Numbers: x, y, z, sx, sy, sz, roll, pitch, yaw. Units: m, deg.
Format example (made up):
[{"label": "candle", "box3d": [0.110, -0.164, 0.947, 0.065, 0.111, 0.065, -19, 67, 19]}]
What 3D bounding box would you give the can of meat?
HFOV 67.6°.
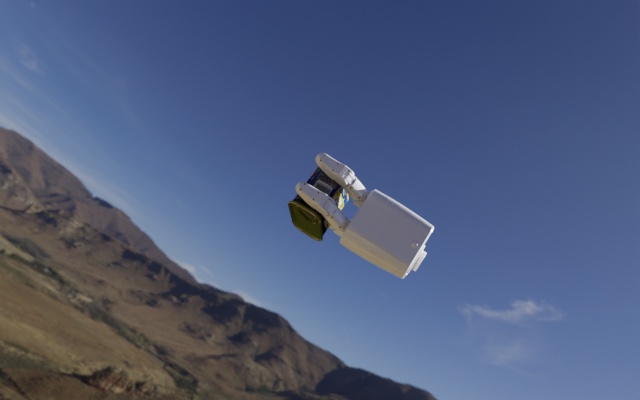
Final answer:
[{"label": "can of meat", "box3d": [0.000, 0.002, 0.733, 0.057, 0.084, 0.102, 30, -21, 16]}]
